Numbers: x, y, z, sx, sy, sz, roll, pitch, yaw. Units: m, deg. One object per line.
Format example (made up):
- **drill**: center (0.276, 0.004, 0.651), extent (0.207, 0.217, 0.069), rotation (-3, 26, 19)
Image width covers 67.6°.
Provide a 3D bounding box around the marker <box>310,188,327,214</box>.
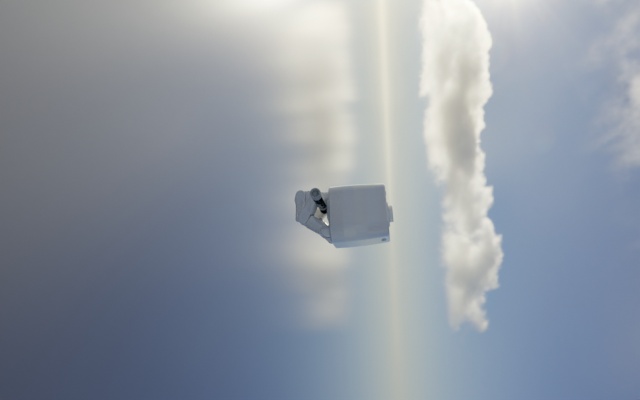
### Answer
- **marker**: center (0.000, 0.003, 0.852), extent (0.020, 0.020, 0.121), rotation (0, -15, 9)
